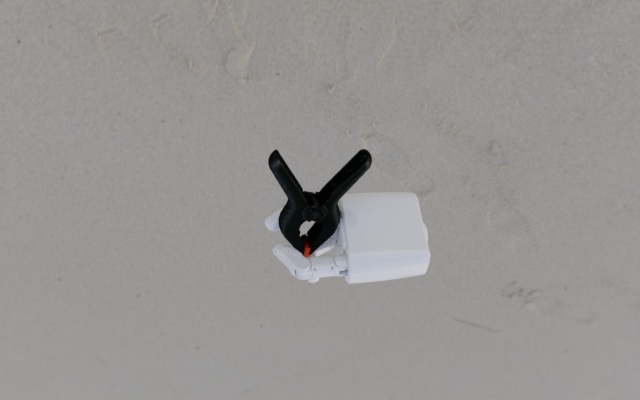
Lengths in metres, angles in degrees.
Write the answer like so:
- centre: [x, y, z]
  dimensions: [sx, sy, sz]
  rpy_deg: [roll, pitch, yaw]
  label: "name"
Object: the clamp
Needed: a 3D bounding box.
- centre: [0.000, 0.002, 0.588]
  dimensions: [0.120, 0.039, 0.172]
  rpy_deg: [-4, -44, -6]
  label: "clamp"
